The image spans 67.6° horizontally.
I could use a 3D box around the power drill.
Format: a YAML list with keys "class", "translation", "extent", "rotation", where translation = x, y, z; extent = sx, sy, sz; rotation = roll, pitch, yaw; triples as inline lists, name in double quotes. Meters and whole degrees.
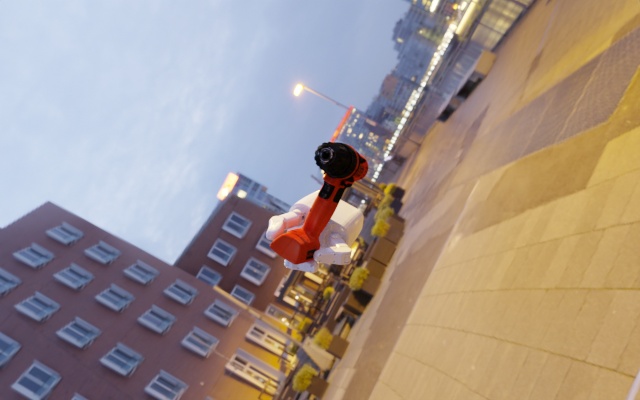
- class: "power drill"
  translation: [0.000, 0.003, 0.707]
  extent: [0.057, 0.187, 0.184]
  rotation: [34, 8, 17]
